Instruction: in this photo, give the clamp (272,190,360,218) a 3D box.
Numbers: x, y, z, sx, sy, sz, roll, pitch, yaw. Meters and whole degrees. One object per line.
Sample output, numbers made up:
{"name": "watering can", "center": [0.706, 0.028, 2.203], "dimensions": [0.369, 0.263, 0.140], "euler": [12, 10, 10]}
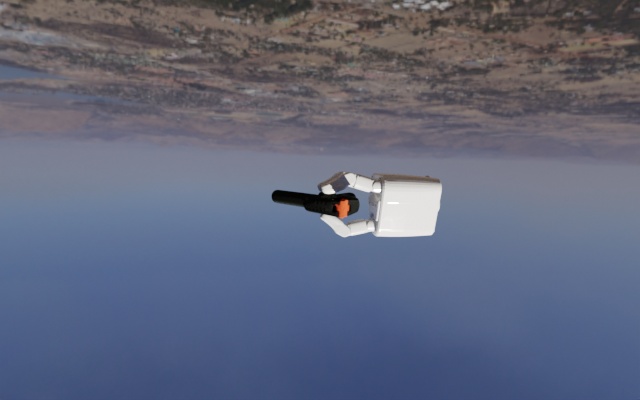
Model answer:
{"name": "clamp", "center": [0.000, 0.004, 0.829], "dimensions": [0.164, 0.036, 0.210], "euler": [1, 5, -8]}
